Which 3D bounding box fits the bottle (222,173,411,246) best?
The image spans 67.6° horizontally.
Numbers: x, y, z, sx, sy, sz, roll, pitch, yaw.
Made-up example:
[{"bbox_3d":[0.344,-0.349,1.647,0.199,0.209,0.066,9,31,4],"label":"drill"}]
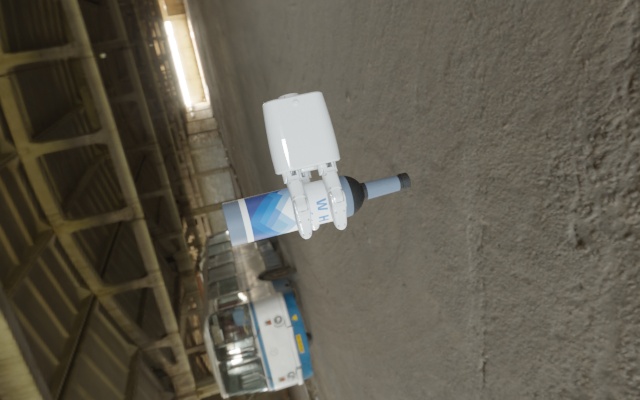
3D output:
[{"bbox_3d":[0.000,0.003,0.742,0.295,0.069,0.069,-14,3,-11],"label":"bottle"}]
